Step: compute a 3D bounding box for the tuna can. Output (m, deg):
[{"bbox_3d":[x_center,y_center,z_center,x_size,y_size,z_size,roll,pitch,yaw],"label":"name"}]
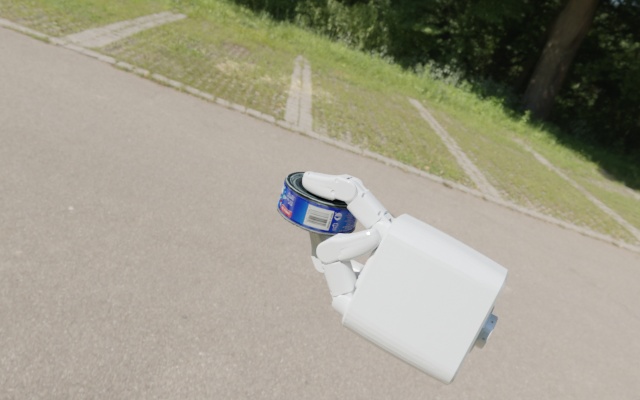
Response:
[{"bbox_3d":[0.000,0.001,0.494,0.086,0.034,0.086,15,21,-6],"label":"tuna can"}]
